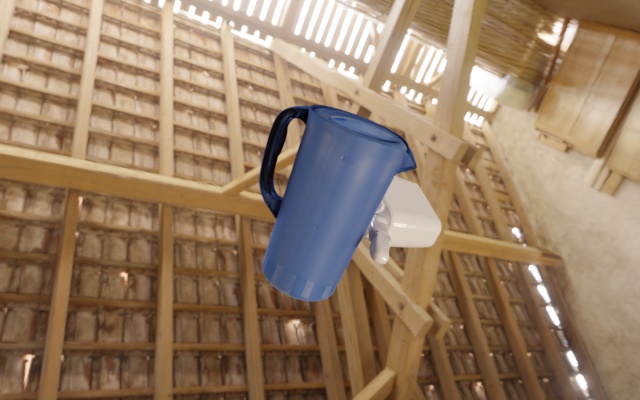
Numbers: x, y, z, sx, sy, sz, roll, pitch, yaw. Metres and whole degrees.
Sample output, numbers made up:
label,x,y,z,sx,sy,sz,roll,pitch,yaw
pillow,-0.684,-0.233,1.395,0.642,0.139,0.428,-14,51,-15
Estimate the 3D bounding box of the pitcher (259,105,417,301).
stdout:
label,x,y,z,sx,sy,sz,roll,pitch,yaw
pitcher,0.000,0.002,0.628,0.145,0.243,0.149,8,24,-34
